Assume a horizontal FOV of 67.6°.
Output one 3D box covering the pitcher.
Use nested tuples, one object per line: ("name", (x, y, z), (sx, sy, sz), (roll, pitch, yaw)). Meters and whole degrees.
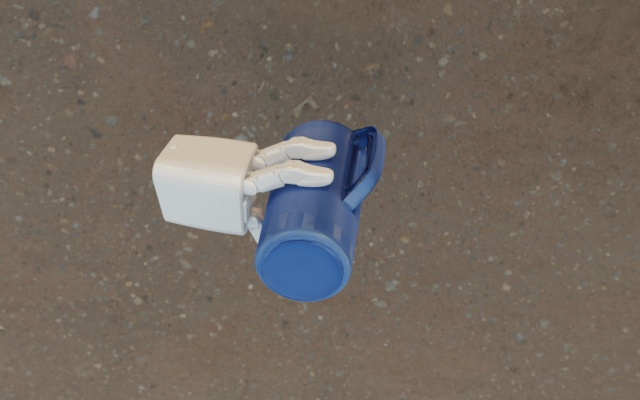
("pitcher", (0.000, 0.002, 0.609), (0.145, 0.149, 0.242), (9, 36, 1))
